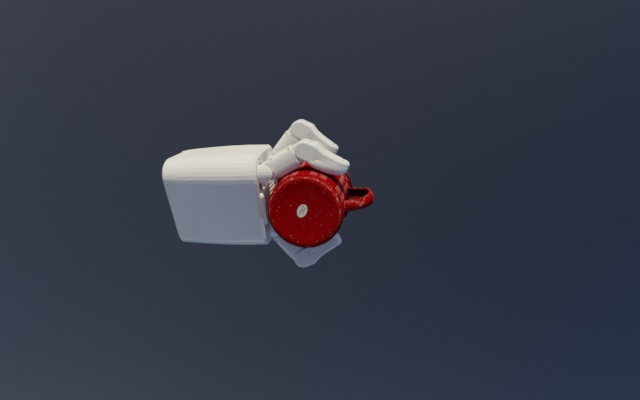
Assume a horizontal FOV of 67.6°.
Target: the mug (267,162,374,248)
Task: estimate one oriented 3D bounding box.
[{"bbox_3d":[0.001,0.002,0.530,0.117,0.093,0.081,-1,16,8],"label":"mug"}]
